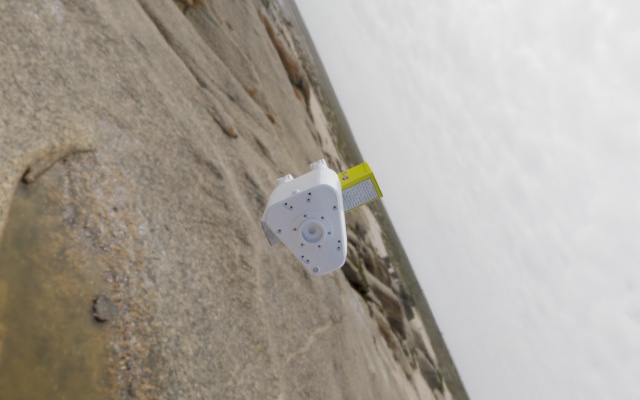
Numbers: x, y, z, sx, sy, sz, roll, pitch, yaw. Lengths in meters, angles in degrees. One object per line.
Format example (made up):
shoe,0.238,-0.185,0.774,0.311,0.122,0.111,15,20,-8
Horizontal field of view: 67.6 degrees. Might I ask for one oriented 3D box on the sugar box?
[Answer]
sugar box,0.000,0.002,0.711,0.176,0.048,0.093,-22,13,5
